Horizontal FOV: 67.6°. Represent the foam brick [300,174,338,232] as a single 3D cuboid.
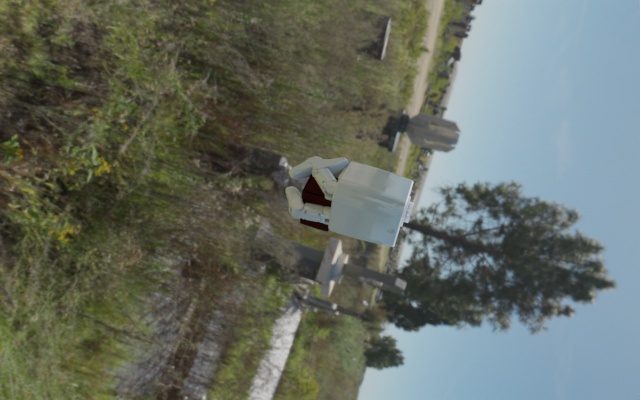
[{"bbox_3d":[0.000,0.003,0.781,0.051,0.078,0.053,16,46,10],"label":"foam brick"}]
